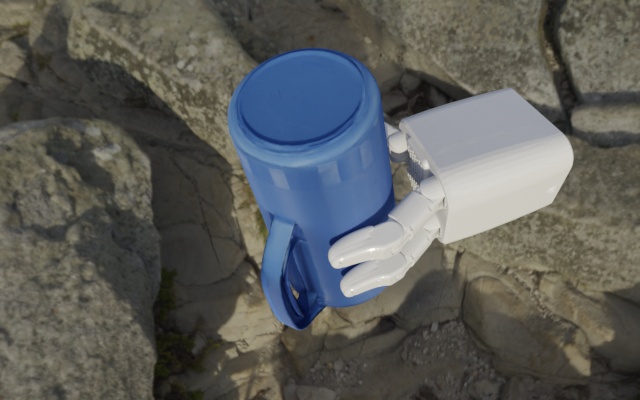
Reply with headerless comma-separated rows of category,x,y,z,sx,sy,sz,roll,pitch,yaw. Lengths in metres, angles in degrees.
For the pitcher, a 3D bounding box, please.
pitcher,0.000,0.001,0.418,0.145,0.149,0.243,-19,-33,-2
